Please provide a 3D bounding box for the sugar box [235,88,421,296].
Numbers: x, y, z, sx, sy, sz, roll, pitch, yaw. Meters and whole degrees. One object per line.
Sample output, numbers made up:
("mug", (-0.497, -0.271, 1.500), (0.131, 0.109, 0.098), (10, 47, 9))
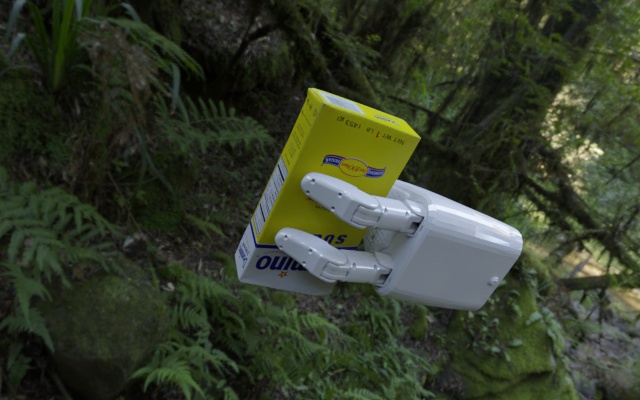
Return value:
("sugar box", (0.000, 0.002, 0.410), (0.093, 0.176, 0.048), (14, 25, -25))
